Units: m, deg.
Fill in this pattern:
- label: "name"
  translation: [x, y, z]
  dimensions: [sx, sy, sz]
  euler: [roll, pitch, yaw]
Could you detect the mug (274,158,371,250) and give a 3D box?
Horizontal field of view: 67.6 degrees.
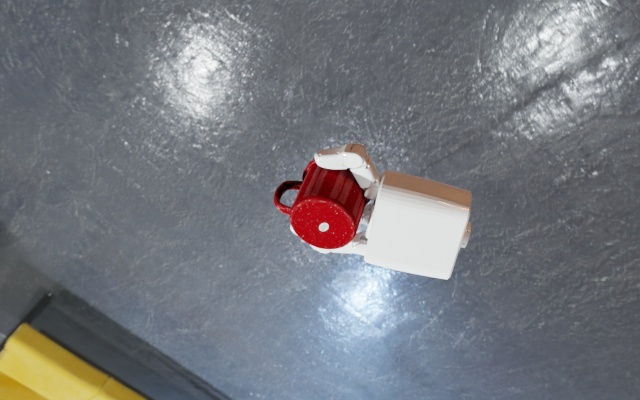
- label: "mug"
  translation: [-0.001, 0.002, 0.579]
  dimensions: [0.117, 0.093, 0.081]
  euler: [12, 42, 9]
